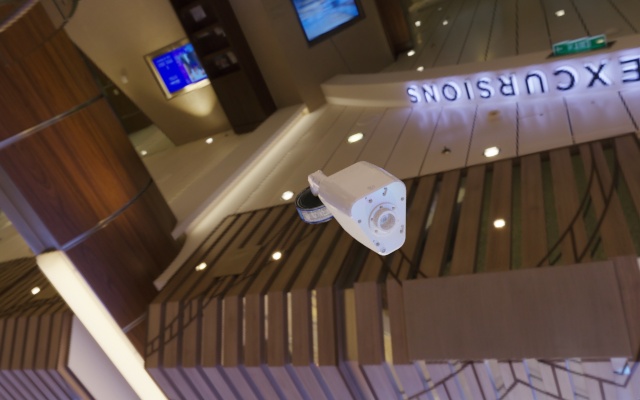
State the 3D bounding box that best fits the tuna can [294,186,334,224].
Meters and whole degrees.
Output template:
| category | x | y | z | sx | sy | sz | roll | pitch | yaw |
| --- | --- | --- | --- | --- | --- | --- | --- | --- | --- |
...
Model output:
| category | x | y | z | sx | sy | sz | roll | pitch | yaw |
| --- | --- | --- | --- | --- | --- | --- | --- | --- | --- |
| tuna can | 0.000 | 0.003 | 0.833 | 0.086 | 0.034 | 0.086 | -17 | 29 | 10 |
